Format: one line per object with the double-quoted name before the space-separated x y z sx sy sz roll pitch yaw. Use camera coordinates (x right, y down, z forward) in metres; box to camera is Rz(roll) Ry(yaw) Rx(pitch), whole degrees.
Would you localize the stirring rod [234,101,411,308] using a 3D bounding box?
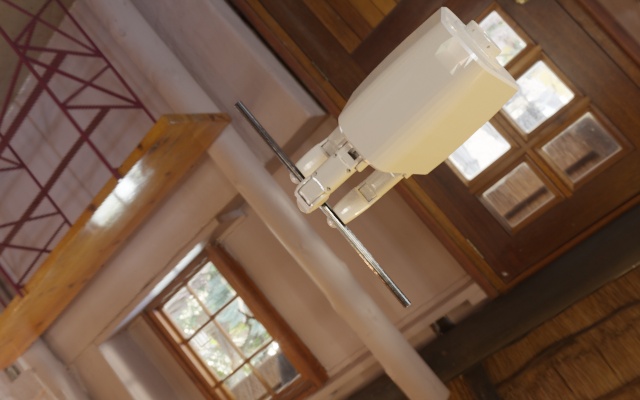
"stirring rod" 0.000 0.001 0.434 0.011 0.239 0.011 -40 -5 -4
